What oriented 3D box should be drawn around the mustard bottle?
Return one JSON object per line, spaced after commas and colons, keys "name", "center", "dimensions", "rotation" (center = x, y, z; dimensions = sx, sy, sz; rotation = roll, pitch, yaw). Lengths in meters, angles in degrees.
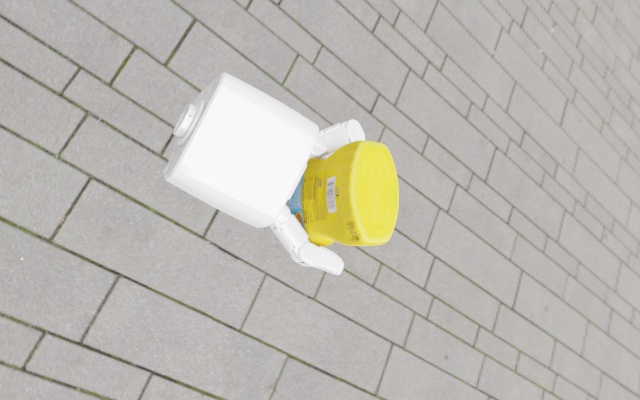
{"name": "mustard bottle", "center": [0.001, 0.002, 0.505], "dimensions": [0.058, 0.096, 0.191], "rotation": [1, -6, -32]}
